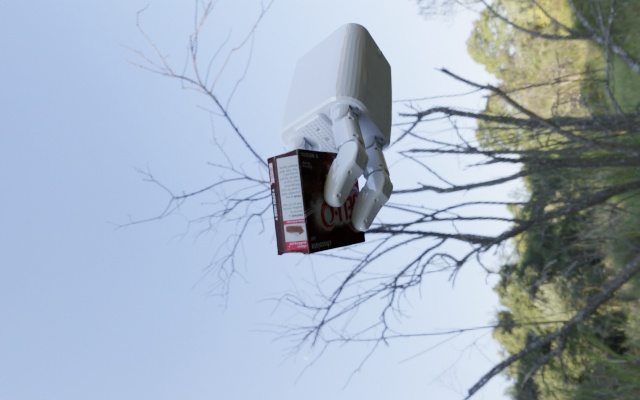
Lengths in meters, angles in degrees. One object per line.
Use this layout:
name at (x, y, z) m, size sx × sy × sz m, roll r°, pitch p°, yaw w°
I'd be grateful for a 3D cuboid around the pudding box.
pudding box at (0.000, 0.001, 0.449) m, size 0.039 × 0.090 × 0.113 m, roll -9°, pitch -3°, yaw 32°
